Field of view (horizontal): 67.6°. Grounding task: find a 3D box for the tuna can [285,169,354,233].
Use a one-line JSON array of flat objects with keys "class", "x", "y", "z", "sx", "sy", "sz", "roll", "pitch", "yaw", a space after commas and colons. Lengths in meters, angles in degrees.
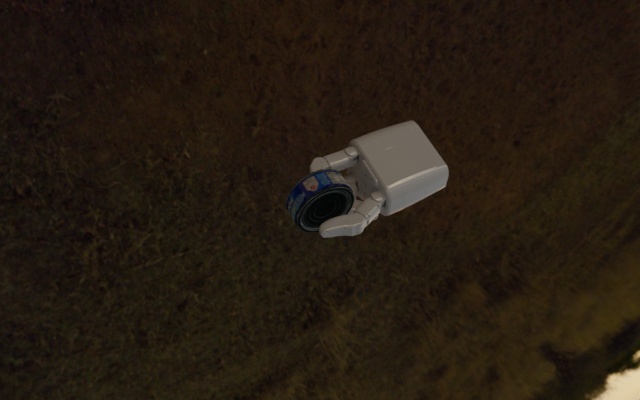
[{"class": "tuna can", "x": 0.000, "y": 0.002, "z": 0.615, "sx": 0.086, "sy": 0.086, "sz": 0.033, "roll": 0, "pitch": 44, "yaw": -38}]
